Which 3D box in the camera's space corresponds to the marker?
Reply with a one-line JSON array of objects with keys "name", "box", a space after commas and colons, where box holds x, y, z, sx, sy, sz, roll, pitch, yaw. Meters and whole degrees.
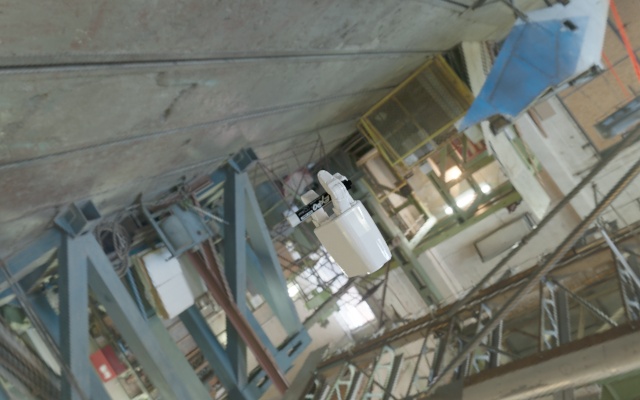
[{"name": "marker", "box": [0.000, 0.002, 0.769, 0.121, 0.020, 0.020, -34, 7, -10]}]
